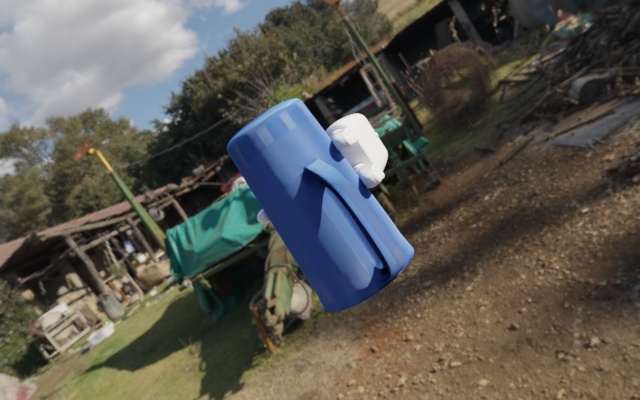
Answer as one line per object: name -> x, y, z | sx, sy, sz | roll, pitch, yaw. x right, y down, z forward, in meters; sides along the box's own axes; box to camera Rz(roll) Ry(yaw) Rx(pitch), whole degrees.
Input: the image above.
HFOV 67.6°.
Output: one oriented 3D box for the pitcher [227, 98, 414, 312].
pitcher -> 0.000, 0.002, 0.574 | 0.149, 0.243, 0.145 | -31, 7, 26
